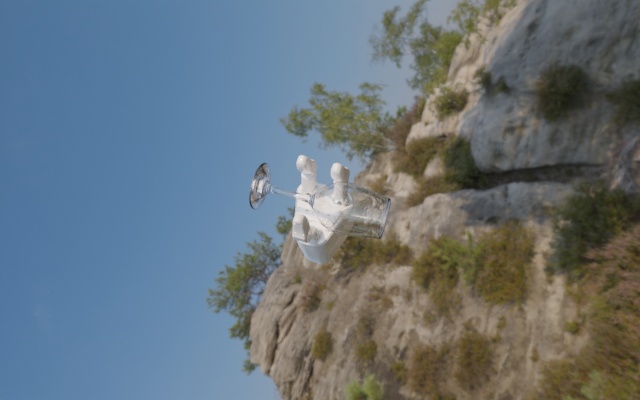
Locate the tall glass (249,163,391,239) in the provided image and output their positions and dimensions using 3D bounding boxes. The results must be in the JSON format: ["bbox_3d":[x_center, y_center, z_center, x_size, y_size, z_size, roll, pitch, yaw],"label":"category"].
[{"bbox_3d":[-0.001,0.002,0.714,0.201,0.079,0.079,15,3,13],"label":"tall glass"}]
